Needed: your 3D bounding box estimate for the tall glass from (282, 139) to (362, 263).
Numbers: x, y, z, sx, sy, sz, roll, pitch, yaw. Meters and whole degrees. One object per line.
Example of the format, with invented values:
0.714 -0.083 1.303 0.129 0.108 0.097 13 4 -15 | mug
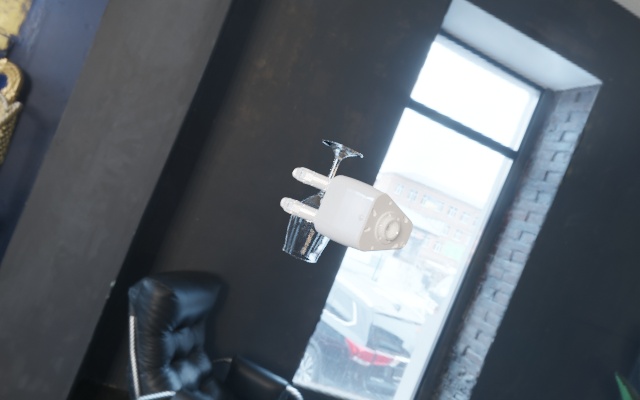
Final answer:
0.000 0.002 0.816 0.079 0.201 0.079 22 1 0 | tall glass
